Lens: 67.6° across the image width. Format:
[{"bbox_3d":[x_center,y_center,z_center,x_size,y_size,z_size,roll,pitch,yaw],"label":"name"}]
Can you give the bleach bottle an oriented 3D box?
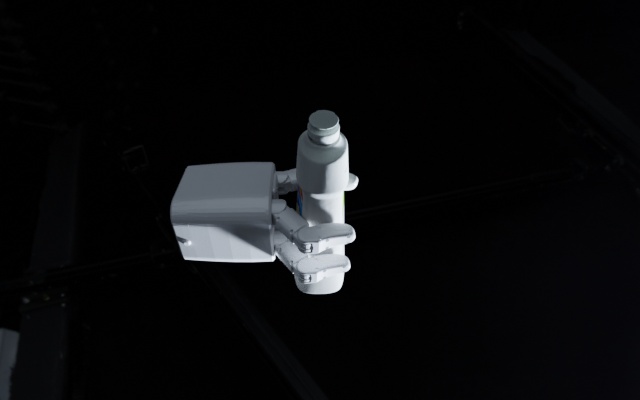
[{"bbox_3d":[0.000,0.002,0.547,0.068,0.102,0.251,-1,-42,-3],"label":"bleach bottle"}]
